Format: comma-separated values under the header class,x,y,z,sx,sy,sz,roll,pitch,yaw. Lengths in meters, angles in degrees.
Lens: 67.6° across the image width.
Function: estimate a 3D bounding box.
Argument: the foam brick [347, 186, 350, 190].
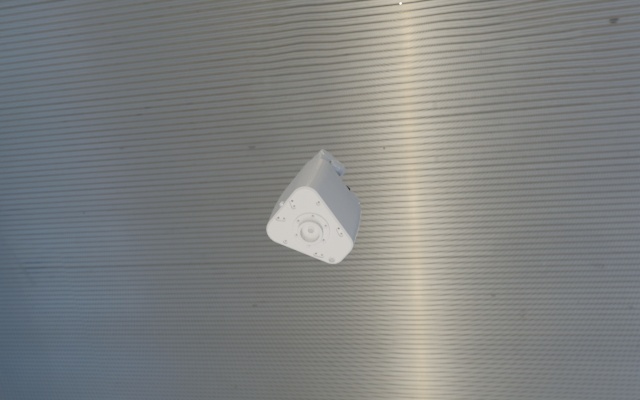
class,x,y,z,sx,sy,sz,roll,pitch,yaw
foam brick,0.000,0.003,0.724,0.053,0.078,0.051,37,24,-7
